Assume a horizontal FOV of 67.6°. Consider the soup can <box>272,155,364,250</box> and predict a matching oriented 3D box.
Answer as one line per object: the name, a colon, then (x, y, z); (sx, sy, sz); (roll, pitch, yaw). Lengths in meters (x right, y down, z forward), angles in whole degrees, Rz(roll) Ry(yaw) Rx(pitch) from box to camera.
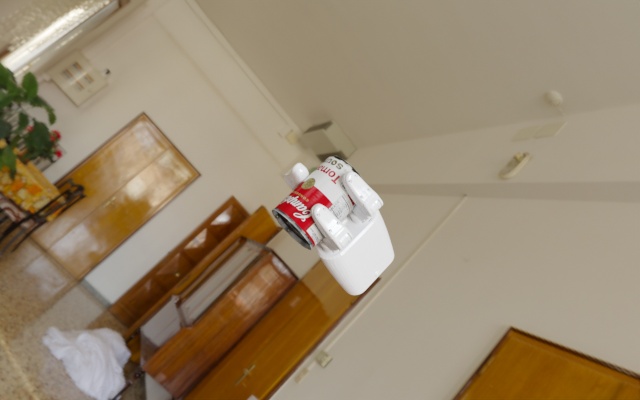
soup can: (0.000, 0.001, 0.588); (0.102, 0.068, 0.068); (-44, 14, -14)
